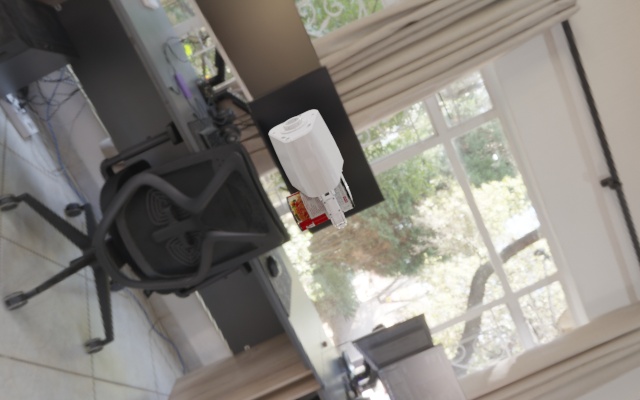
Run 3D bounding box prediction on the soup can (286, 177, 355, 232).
[{"bbox_3d":[0.001,0.003,0.828,0.102,0.068,0.068,-25,-2,3],"label":"soup can"}]
